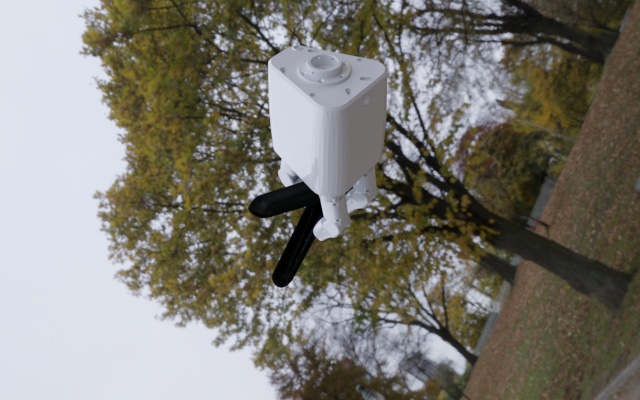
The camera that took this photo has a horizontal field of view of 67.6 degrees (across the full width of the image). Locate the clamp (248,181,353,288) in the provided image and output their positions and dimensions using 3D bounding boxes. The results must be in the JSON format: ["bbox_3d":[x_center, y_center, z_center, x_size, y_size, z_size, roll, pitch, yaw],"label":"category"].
[{"bbox_3d":[0.000,0.001,0.570,0.036,0.165,0.210,31,55,24],"label":"clamp"}]
